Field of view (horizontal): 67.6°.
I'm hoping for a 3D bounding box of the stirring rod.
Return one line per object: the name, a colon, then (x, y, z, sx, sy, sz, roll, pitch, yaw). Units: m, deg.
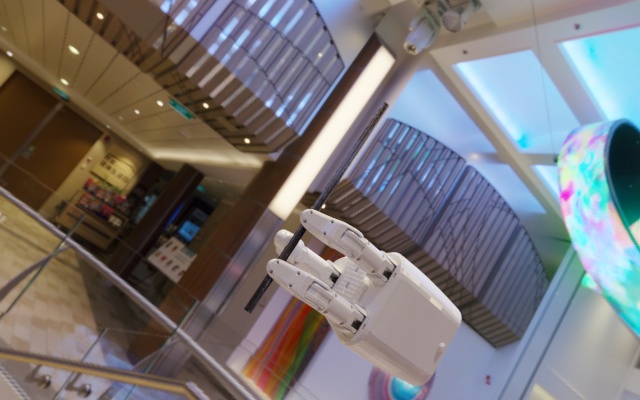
stirring rod: (0.000, 0.002, 0.452, 0.011, 0.239, 0.011, 32, -13, 8)
